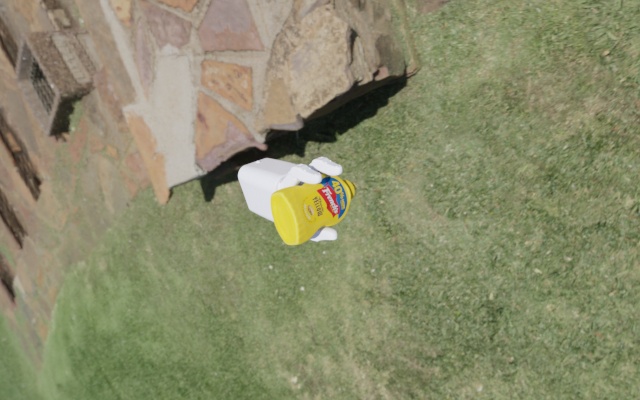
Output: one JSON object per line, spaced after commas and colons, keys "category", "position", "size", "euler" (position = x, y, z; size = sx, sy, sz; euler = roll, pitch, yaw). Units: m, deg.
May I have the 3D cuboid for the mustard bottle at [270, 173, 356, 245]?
{"category": "mustard bottle", "position": [0.000, 0.003, 0.853], "size": [0.058, 0.096, 0.191], "euler": [-11, 10, 45]}
